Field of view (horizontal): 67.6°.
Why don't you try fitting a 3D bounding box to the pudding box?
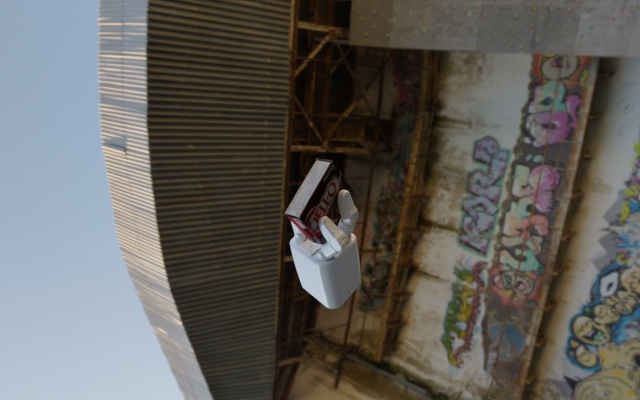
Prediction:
[{"bbox_3d":[0.000,0.003,0.777,0.039,0.113,0.090,13,-24,36],"label":"pudding box"}]
